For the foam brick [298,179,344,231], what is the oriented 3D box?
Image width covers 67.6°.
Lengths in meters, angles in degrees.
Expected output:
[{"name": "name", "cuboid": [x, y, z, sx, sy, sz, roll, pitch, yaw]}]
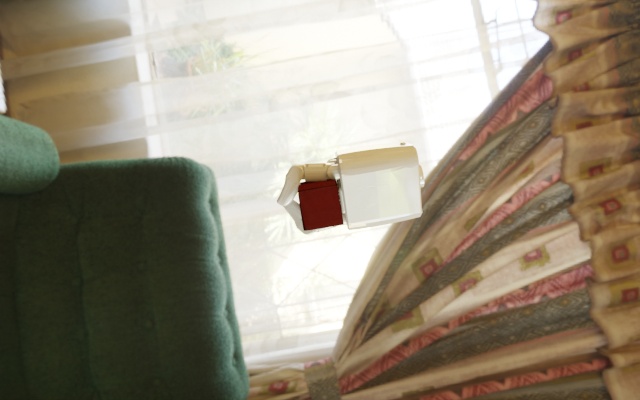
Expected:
[{"name": "foam brick", "cuboid": [0.000, 0.002, 0.623, 0.051, 0.053, 0.078, -8, 12, 1]}]
